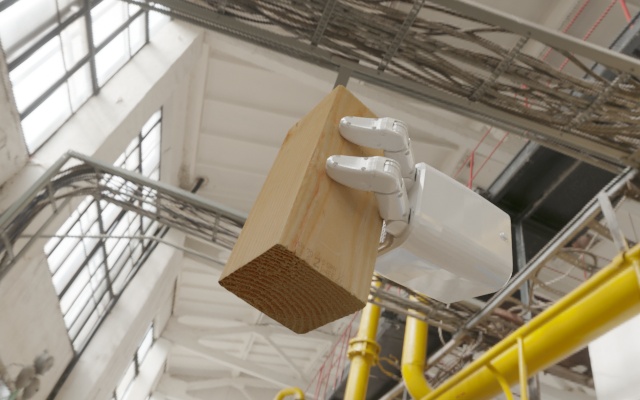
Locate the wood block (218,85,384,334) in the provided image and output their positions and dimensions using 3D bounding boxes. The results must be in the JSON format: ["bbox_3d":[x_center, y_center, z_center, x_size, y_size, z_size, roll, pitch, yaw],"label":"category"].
[{"bbox_3d":[0.000,0.002,0.438,0.090,0.206,0.091,37,-46,-19],"label":"wood block"}]
